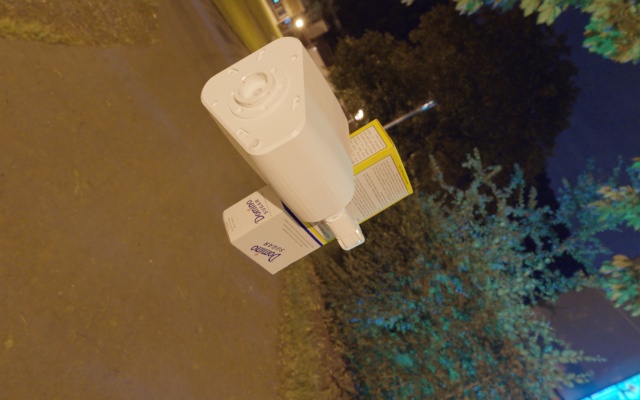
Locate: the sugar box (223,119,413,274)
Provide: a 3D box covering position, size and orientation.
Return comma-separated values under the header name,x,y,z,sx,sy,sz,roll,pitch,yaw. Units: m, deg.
name,x,y,z,sx,sy,sz,roll,pitch,yaw
sugar box,0.000,0.001,0.479,0.176,0.048,0.093,-28,-35,7
